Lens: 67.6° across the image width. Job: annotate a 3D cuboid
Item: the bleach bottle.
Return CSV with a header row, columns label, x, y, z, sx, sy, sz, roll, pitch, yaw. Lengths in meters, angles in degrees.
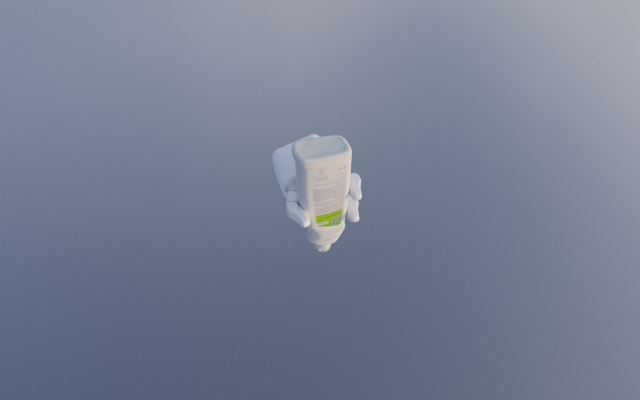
label,x,y,z,sx,sy,sz,roll,pitch,yaw
bleach bottle,0.000,0.003,0.883,0.102,0.251,0.068,-12,44,-15
